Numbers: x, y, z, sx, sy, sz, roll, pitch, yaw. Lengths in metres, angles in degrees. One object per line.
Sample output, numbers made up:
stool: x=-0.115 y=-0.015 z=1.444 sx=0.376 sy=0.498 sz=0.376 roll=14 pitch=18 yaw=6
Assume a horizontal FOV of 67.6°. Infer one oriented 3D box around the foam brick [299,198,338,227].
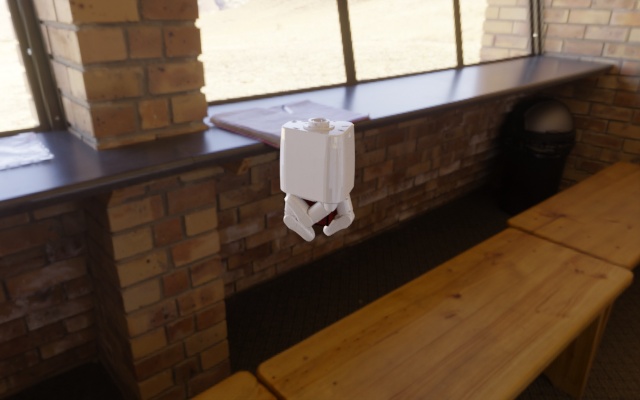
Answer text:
foam brick: x=0.000 y=0.003 z=0.798 sx=0.053 sy=0.051 sz=0.078 roll=7 pitch=23 yaw=15
